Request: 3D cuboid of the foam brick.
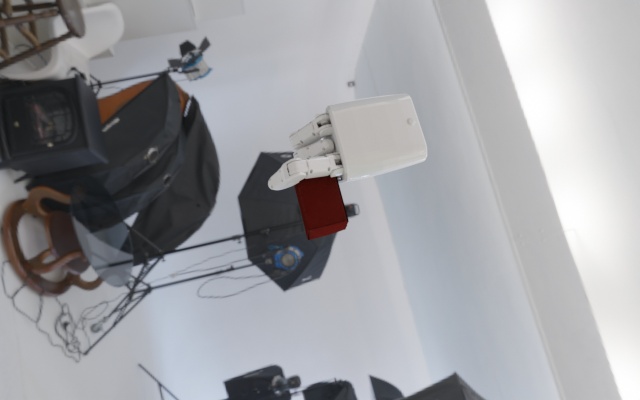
[{"bbox_3d":[0.000,0.002,0.596,0.051,0.078,0.053,-12,-15,-6],"label":"foam brick"}]
